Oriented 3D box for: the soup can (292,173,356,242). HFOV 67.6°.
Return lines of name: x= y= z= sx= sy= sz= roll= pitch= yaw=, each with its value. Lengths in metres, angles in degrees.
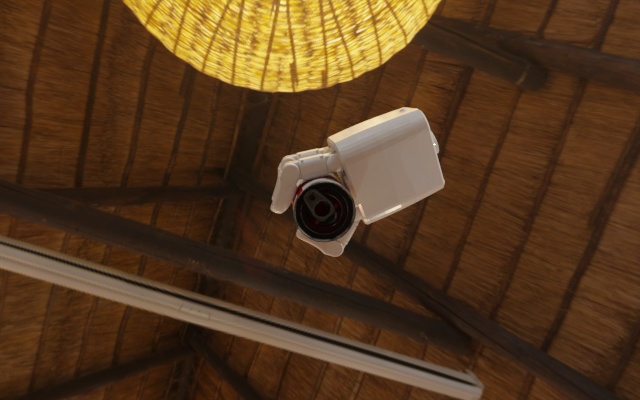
soup can: x=0.000 y=0.002 z=0.563 sx=0.068 sy=0.068 sz=0.102 roll=0 pitch=13 yaw=-6
